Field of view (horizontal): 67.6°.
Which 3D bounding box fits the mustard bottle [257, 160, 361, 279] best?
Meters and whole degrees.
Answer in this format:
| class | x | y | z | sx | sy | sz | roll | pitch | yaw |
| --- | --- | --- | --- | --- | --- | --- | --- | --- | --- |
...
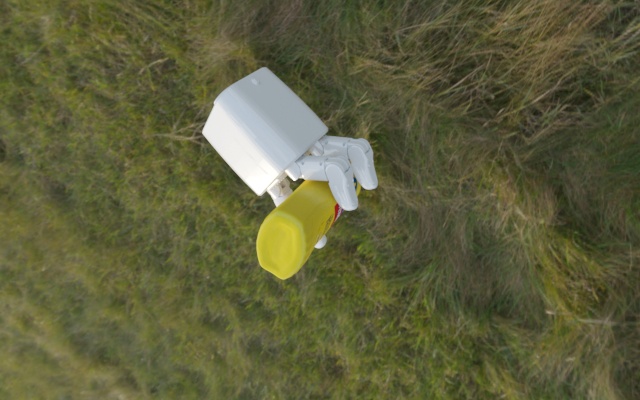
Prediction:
| class | x | y | z | sx | sy | sz | roll | pitch | yaw |
| --- | --- | --- | --- | --- | --- | --- | --- | --- | --- |
| mustard bottle | 0.000 | 0.002 | 0.563 | 0.058 | 0.096 | 0.191 | 29 | 41 | 12 |
